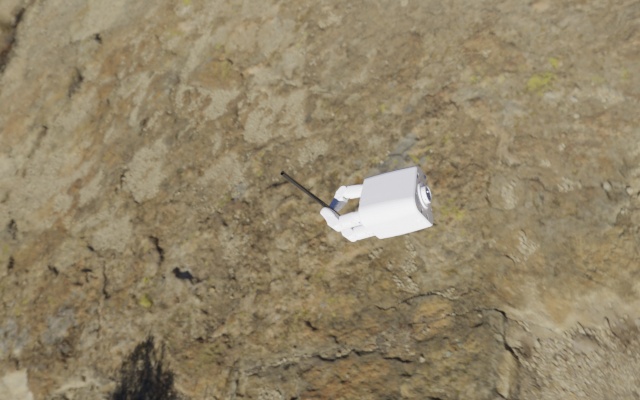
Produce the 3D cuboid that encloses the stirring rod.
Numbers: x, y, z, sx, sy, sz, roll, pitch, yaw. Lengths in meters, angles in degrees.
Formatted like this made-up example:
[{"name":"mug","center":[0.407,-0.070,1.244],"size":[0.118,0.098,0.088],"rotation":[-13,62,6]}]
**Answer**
[{"name":"stirring rod","center":[0.000,0.003,0.895],"size":[0.011,0.011,0.240],"rotation":[0,-24,36]}]
